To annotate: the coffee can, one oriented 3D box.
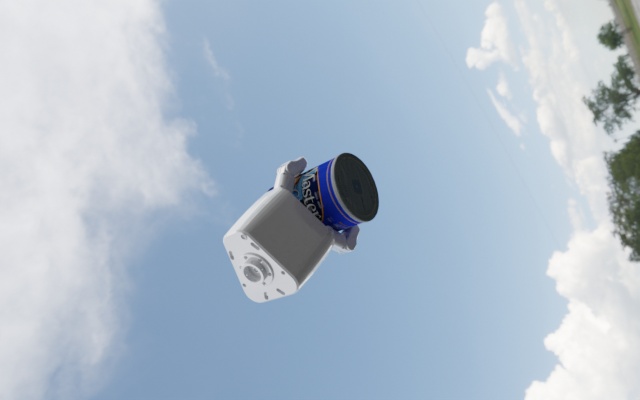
[{"bbox_3d":[0.000,0.002,0.706,0.140,0.102,0.103,-23,-14,36],"label":"coffee can"}]
